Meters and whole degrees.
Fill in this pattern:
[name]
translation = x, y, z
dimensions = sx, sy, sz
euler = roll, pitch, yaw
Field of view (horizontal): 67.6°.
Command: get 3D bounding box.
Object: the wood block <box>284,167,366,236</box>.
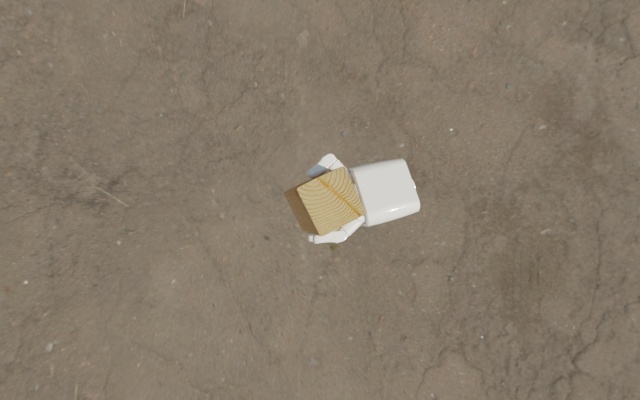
[wood block]
translation = 0.000, 0.002, 0.877
dimensions = 0.090, 0.091, 0.206
euler = -26, 3, -10
